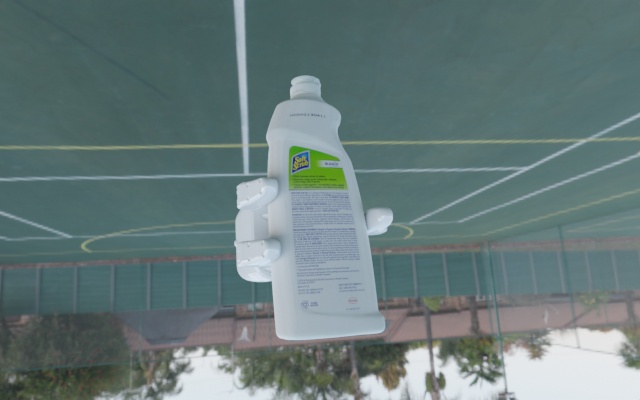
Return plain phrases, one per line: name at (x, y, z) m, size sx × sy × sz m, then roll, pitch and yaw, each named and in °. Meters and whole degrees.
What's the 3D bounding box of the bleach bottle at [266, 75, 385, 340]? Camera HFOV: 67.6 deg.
bleach bottle at (0.000, 0.002, 0.464) m, size 0.102 × 0.250 × 0.068 m, roll 1°, pitch -12°, yaw -20°
